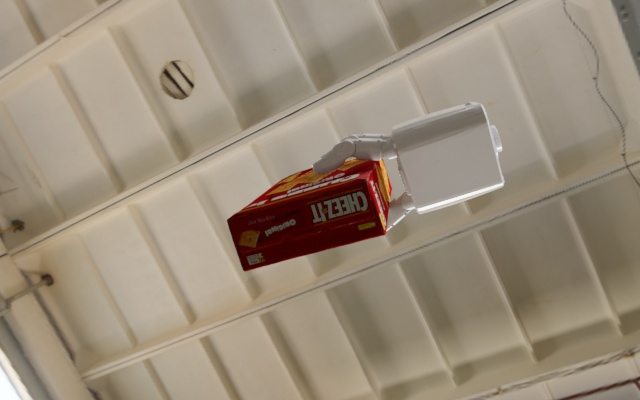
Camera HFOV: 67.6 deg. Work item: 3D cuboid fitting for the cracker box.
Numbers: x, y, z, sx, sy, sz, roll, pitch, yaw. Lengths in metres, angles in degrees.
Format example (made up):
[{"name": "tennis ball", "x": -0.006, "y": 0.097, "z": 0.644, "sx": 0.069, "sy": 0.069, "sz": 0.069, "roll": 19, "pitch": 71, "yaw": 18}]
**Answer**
[{"name": "cracker box", "x": 0.000, "y": 0.002, "z": 0.598, "sx": 0.164, "sy": 0.072, "sz": 0.213, "roll": -17, "pitch": 10, "yaw": 14}]
